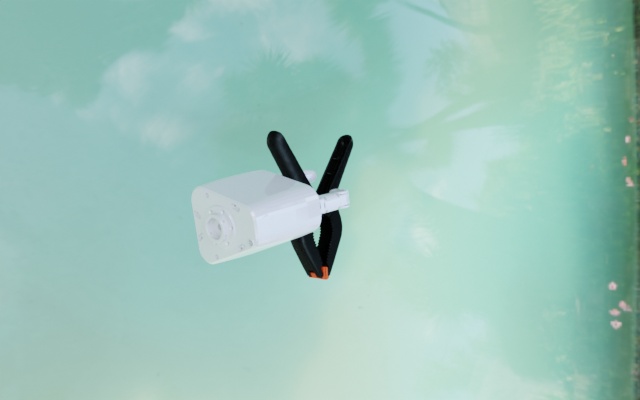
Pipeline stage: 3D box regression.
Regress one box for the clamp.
[{"bbox_3d":[0.001,0.003,0.664,0.036,0.210,0.164,1,12,41],"label":"clamp"}]
